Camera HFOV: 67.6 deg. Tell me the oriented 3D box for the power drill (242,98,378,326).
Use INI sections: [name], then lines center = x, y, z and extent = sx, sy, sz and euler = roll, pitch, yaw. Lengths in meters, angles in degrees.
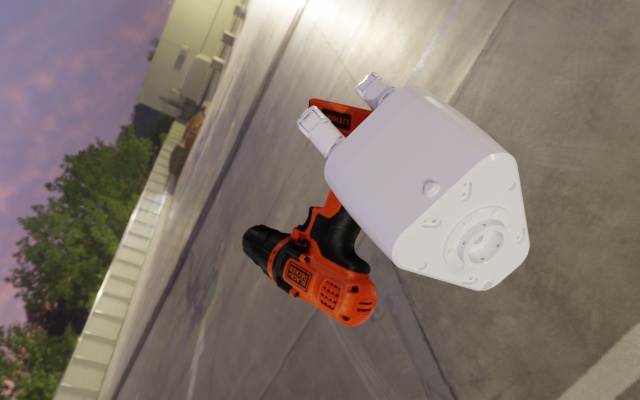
[power drill]
center = 0.000, 0.001, 0.461
extent = 0.057, 0.187, 0.184
euler = 9, 10, -45
